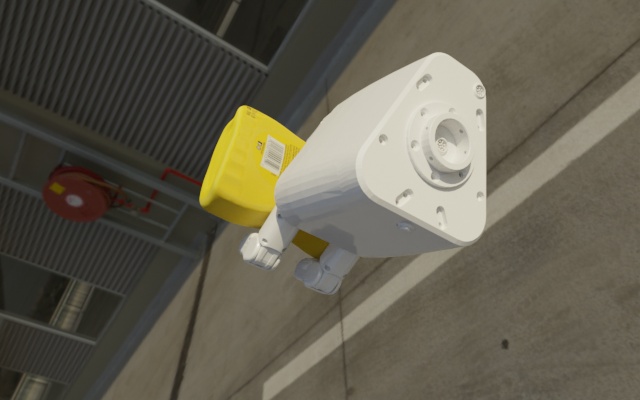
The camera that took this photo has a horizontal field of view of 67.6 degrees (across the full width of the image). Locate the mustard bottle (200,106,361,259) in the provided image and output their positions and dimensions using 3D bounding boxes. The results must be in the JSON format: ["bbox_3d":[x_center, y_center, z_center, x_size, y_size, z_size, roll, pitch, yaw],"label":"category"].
[{"bbox_3d":[0.000,0.001,0.410,0.192,0.096,0.058,26,-42,-22],"label":"mustard bottle"}]
